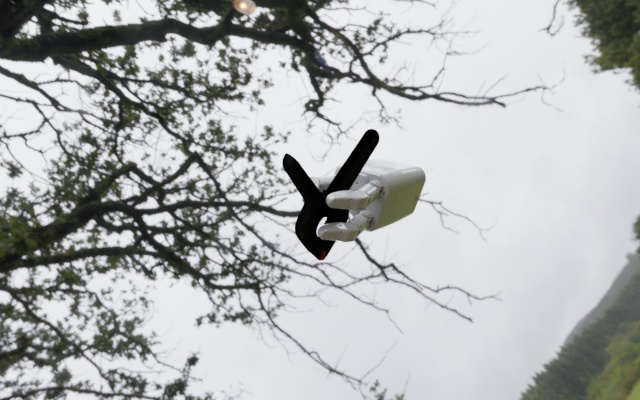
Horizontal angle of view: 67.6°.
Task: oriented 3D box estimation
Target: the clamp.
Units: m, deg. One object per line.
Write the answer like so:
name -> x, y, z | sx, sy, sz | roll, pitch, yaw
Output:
clamp -> 0.000, 0.002, 0.681 | 0.164, 0.210, 0.036 | -14, 40, -40
